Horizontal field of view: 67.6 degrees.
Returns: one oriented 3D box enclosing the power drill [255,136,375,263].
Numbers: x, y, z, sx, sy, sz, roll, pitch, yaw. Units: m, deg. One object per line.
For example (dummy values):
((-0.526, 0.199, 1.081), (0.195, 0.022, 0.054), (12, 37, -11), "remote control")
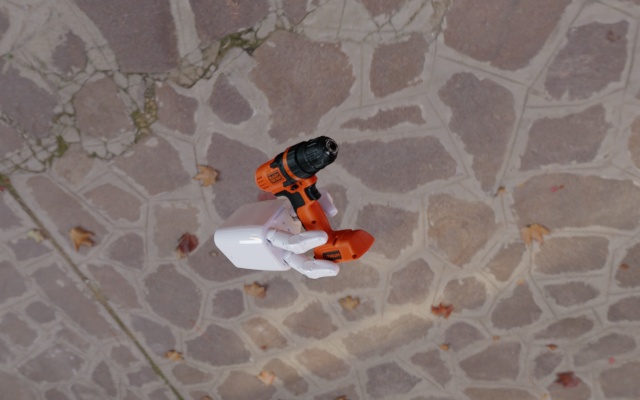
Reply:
((0.000, 0.003, 0.706), (0.057, 0.188, 0.184), (-40, 13, -34), "power drill")
